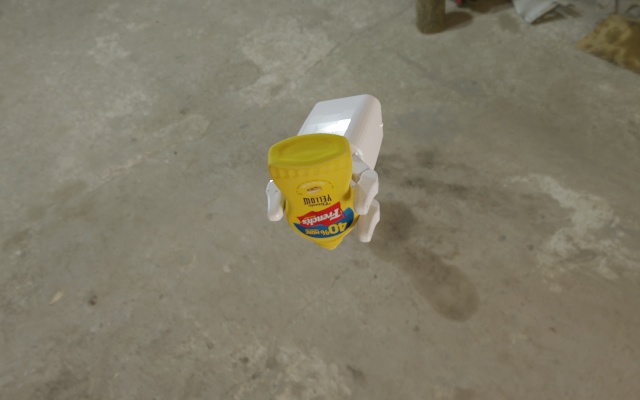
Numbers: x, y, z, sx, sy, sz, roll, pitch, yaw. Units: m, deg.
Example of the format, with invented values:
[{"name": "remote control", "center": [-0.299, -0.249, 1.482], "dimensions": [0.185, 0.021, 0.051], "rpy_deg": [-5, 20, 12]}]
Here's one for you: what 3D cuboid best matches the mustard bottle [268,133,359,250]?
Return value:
[{"name": "mustard bottle", "center": [0.000, 0.002, 0.610], "dimensions": [0.096, 0.058, 0.192], "rpy_deg": [-9, -40, 4]}]
